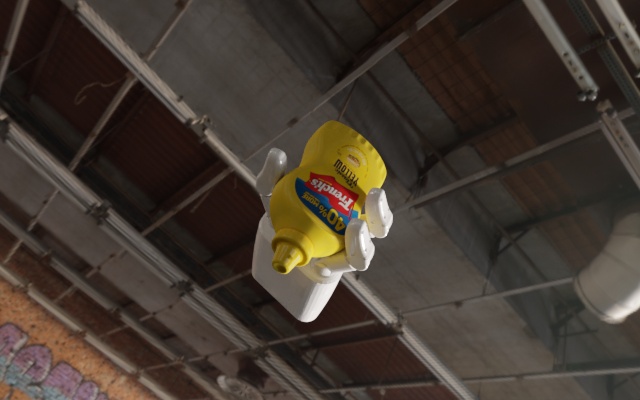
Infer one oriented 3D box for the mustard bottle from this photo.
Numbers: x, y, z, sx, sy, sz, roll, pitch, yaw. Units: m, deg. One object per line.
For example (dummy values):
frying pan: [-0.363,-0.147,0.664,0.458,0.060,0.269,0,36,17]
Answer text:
mustard bottle: [0.000,0.001,0.503,0.058,0.096,0.191,-33,18,46]
